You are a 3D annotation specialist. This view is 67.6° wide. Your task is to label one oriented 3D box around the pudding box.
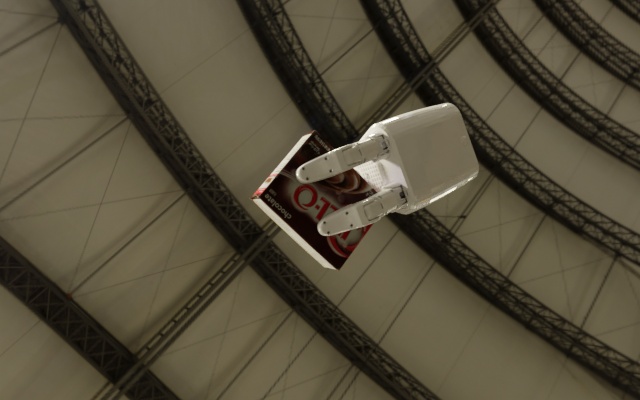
[{"bbox_3d":[0.000,0.002,0.482,0.113,0.090,0.039,43,-20,-14],"label":"pudding box"}]
